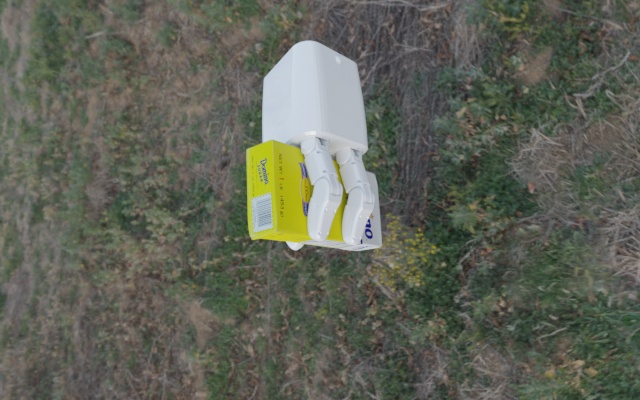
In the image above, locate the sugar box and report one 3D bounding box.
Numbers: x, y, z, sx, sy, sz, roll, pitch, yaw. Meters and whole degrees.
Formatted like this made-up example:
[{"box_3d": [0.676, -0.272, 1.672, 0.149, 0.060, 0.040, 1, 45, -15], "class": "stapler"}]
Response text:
[{"box_3d": [0.000, 0.001, 0.517, 0.048, 0.093, 0.176, -15, -17, 41], "class": "sugar box"}]
